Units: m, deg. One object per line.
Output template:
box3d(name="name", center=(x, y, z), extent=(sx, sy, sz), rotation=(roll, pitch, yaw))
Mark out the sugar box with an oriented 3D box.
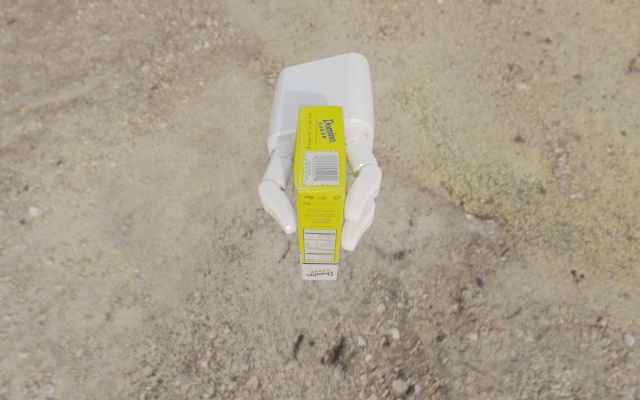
box3d(name="sugar box", center=(0.001, 0.001, 0.469), extent=(0.048, 0.093, 0.176), rotation=(0, -32, 3))
